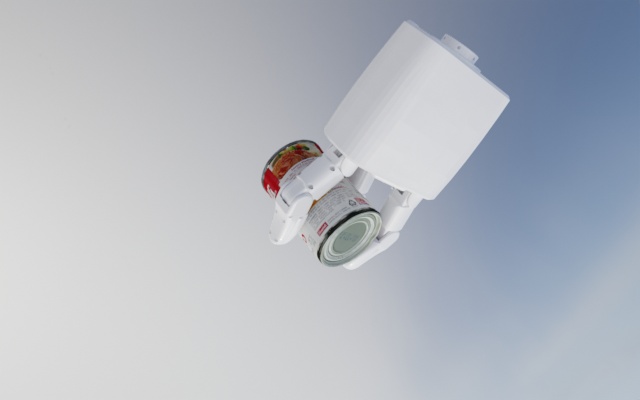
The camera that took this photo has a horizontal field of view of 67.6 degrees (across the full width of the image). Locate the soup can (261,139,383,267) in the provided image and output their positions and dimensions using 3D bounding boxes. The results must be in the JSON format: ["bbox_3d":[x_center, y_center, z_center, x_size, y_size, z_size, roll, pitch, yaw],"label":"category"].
[{"bbox_3d":[0.000,0.002,0.432,0.068,0.068,0.102,0,40,-44],"label":"soup can"}]
